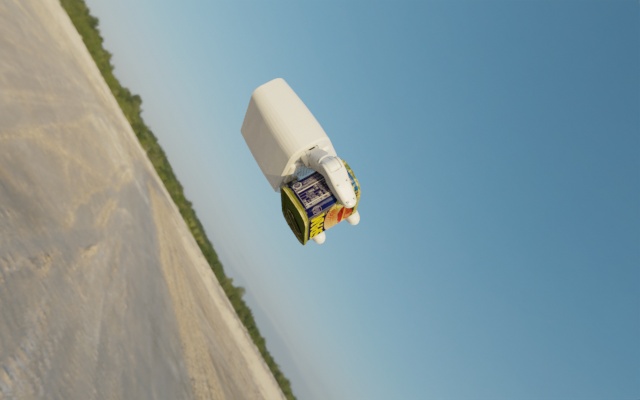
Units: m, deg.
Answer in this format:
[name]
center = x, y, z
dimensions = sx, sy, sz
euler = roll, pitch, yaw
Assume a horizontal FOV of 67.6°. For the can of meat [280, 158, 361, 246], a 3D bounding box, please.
[can of meat]
center = 0.000, 0.002, 0.601
dimensions = 0.084, 0.057, 0.102
euler = -30, -20, -15
